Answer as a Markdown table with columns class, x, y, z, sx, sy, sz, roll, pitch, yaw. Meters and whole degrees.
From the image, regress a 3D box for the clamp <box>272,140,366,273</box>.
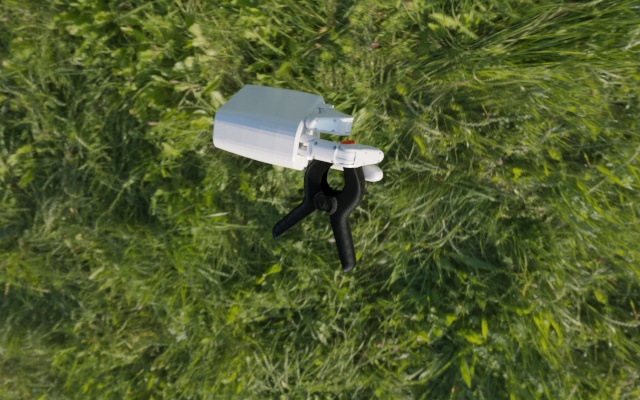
| class | x | y | z | sx | sy | sz | roll | pitch | yaw |
| --- | --- | --- | --- | --- | --- | --- | --- | --- | --- |
| clamp | 0.000 | 0.002 | 0.606 | 0.120 | 0.171 | 0.039 | 13 | 21 | 11 |
